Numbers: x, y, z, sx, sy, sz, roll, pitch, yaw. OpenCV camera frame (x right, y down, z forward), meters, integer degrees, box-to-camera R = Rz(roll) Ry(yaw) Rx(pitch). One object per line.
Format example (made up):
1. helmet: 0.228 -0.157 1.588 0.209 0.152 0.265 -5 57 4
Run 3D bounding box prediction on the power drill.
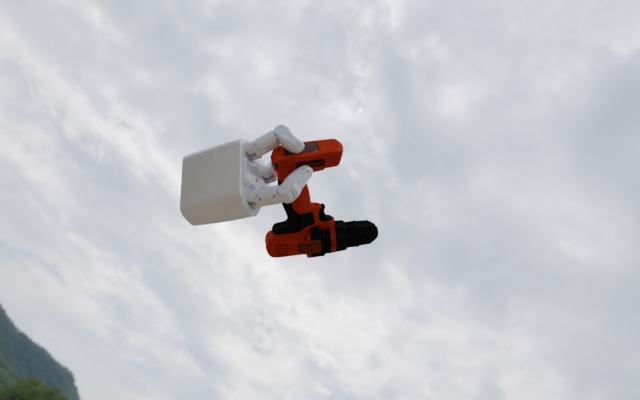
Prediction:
1. power drill: 0.000 0.002 0.736 0.184 0.188 0.057 -8 29 -8
